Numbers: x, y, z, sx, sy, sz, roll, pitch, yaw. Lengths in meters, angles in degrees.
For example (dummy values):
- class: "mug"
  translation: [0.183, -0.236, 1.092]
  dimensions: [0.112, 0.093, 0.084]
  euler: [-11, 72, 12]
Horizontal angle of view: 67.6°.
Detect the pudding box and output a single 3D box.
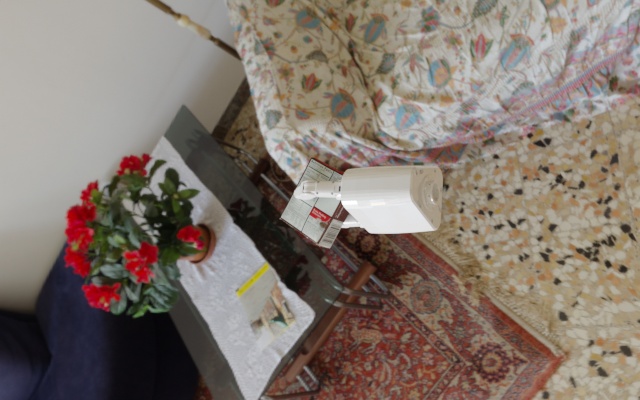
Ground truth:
- class: "pudding box"
  translation: [0.000, 0.002, 0.731]
  dimensions: [0.090, 0.113, 0.039]
  euler: [32, 6, 36]
